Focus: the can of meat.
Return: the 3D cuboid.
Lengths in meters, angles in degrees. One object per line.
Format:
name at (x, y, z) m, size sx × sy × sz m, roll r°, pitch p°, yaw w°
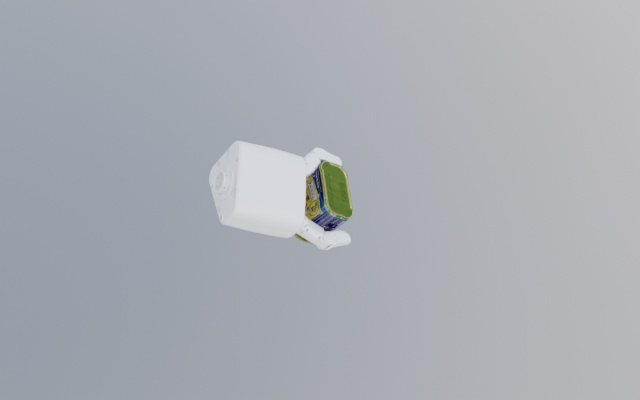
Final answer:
can of meat at (0.000, 0.002, 0.726) m, size 0.057 × 0.102 × 0.084 m, roll 16°, pitch -39°, yaw -34°
